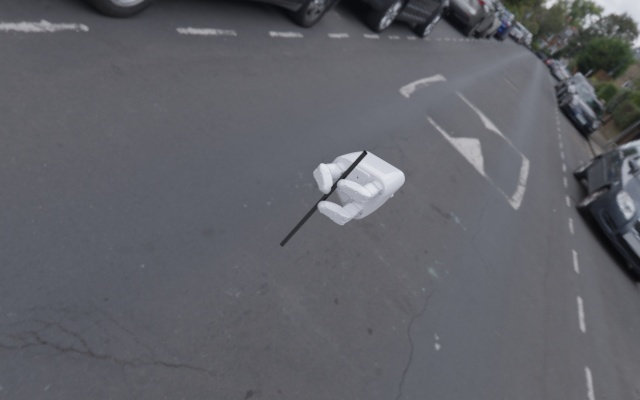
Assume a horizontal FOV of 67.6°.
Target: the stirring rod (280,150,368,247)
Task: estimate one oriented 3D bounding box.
[{"bbox_3d":[0.000,0.003,0.799,0.011,0.011,0.240,0,-40,-49],"label":"stirring rod"}]
